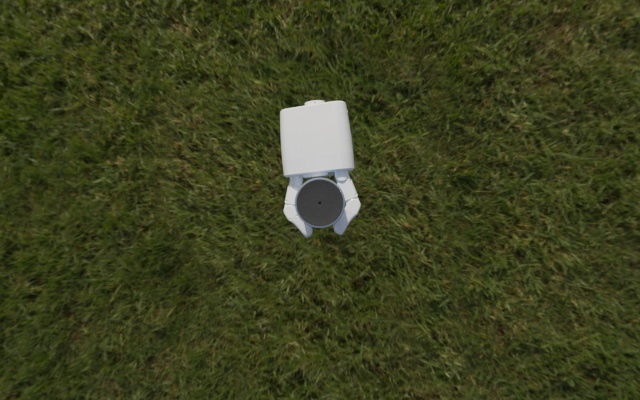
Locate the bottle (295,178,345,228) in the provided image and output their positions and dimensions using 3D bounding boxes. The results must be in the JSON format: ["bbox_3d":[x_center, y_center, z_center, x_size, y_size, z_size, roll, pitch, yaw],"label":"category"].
[{"bbox_3d":[0.000,0.003,0.771,0.069,0.069,0.295,0,0,0],"label":"bottle"}]
